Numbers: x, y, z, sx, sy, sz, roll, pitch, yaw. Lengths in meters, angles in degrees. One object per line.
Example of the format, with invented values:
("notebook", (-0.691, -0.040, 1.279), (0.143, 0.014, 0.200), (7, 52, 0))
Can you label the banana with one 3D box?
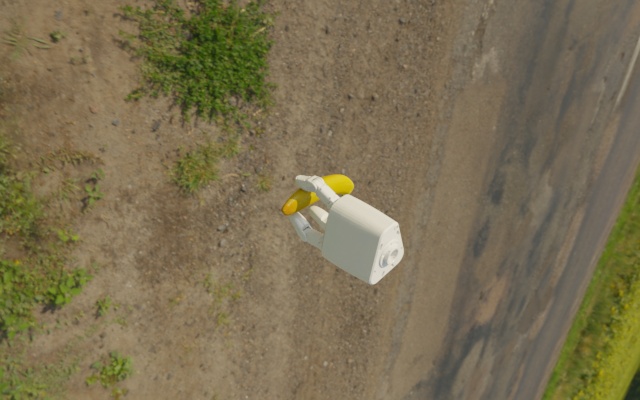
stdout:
("banana", (0.007, -0.014, 0.881), (0.037, 0.070, 0.198), (31, 25, 32))
